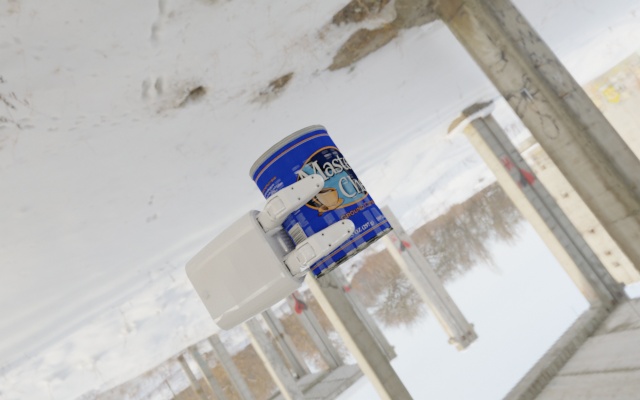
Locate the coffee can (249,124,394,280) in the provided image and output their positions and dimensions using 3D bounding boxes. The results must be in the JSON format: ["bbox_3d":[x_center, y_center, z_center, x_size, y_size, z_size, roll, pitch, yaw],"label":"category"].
[{"bbox_3d":[0.000,0.002,0.535,0.103,0.140,0.103,-33,-9,-6],"label":"coffee can"}]
